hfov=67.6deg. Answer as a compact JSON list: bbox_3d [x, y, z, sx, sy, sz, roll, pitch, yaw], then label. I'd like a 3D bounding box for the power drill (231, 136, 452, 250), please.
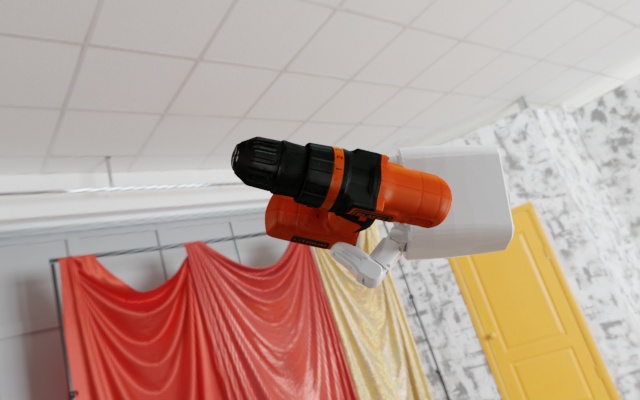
[{"bbox_3d":[0.000,0.002,0.450,0.184,0.057,0.188,14,-15,-14],"label":"power drill"}]
